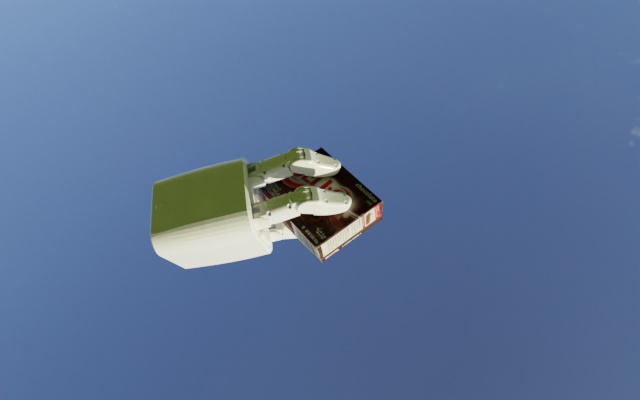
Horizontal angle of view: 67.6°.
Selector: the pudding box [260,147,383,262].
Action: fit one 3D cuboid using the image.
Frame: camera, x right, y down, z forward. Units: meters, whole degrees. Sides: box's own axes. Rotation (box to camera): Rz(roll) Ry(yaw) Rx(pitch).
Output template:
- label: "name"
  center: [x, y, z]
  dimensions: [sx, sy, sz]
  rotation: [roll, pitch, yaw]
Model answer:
- label: "pudding box"
  center: [0.000, 0.002, 0.533]
  dimensions: [0.090, 0.113, 0.039]
  rotation: [-35, -33, -16]
